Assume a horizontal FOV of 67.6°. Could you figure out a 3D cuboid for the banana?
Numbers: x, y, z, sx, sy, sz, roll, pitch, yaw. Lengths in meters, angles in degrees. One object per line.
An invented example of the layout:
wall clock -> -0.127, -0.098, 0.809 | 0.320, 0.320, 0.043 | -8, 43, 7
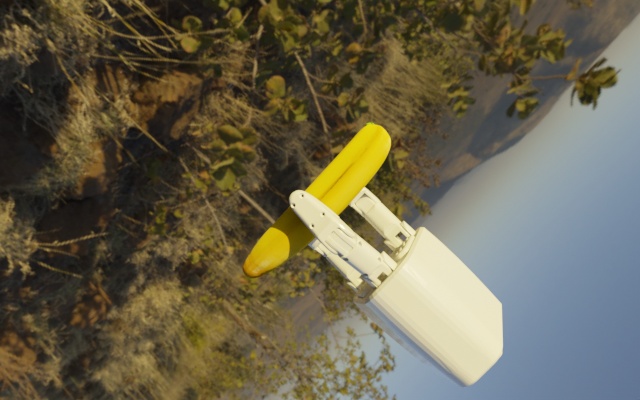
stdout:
banana -> 0.007, -0.005, 0.427 | 0.037, 0.197, 0.069 | 43, -18, -2
